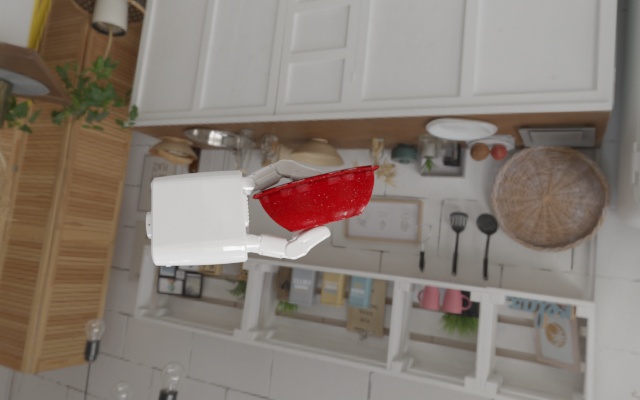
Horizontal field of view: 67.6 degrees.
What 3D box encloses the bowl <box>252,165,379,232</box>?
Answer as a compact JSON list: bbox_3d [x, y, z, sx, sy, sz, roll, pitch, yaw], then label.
[{"bbox_3d":[0.001,0.002,0.592,0.162,0.055,0.162,-14,-2,0],"label":"bowl"}]
